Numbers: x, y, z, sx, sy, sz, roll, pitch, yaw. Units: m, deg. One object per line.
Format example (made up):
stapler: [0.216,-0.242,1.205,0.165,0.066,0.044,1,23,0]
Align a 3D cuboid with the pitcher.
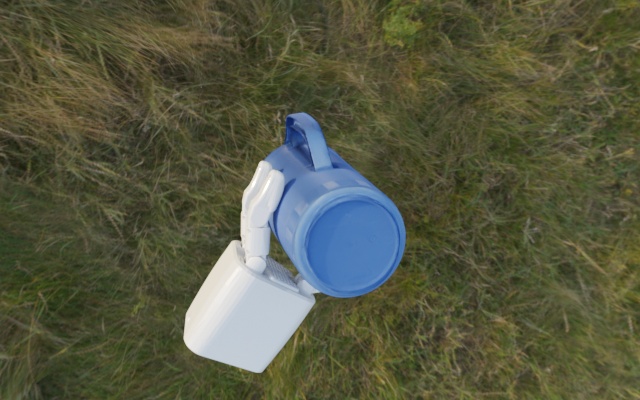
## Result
pitcher: [0.000,0.002,0.537,0.149,0.145,0.242,36,3,-19]
